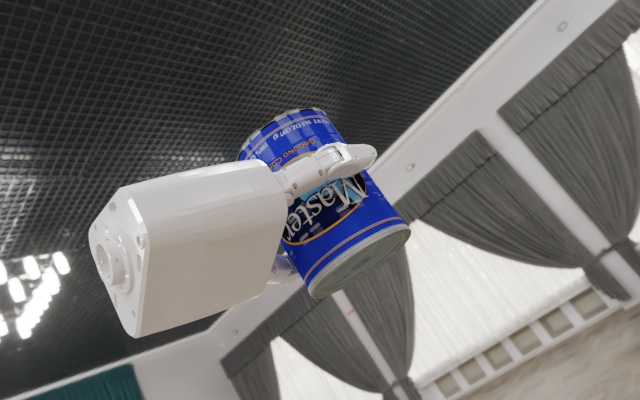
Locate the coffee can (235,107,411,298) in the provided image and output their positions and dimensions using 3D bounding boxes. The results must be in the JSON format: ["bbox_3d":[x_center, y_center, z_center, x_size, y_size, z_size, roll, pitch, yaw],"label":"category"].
[{"bbox_3d":[0.000,0.001,0.434,0.103,0.140,0.103,-29,-20,-12],"label":"coffee can"}]
